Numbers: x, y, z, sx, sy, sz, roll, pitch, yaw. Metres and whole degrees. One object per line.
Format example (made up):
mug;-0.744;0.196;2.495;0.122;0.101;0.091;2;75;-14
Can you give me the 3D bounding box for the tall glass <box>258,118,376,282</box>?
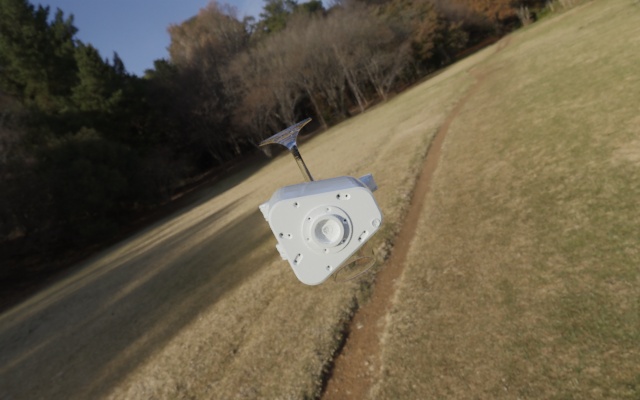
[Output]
tall glass;0.000;0.001;0.606;0.079;0.201;0.079;-26;8;4
